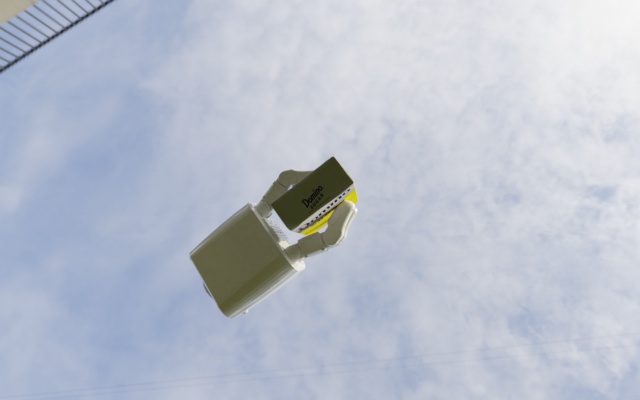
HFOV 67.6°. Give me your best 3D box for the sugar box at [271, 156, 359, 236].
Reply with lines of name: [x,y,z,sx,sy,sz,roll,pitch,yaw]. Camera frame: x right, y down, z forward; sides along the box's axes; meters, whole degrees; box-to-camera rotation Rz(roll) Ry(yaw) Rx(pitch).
sugar box: [0.000,0.003,0.613,0.093,0.048,0.176,-38,-6,2]
